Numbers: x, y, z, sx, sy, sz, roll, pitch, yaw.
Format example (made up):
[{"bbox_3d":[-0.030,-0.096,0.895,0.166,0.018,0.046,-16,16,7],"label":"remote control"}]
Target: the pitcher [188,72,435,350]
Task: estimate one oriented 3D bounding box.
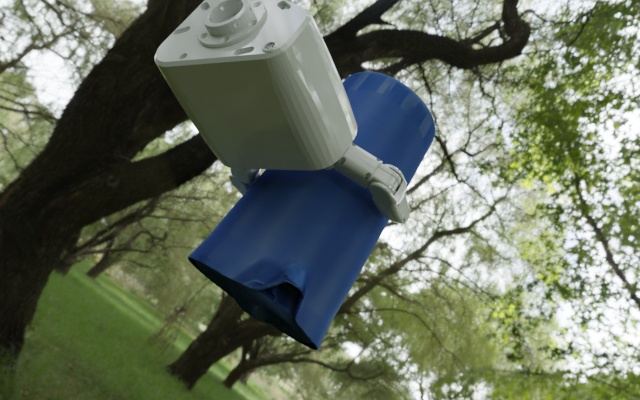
[{"bbox_3d":[0.000,0.001,0.450,0.149,0.242,0.145,22,-24,32],"label":"pitcher"}]
